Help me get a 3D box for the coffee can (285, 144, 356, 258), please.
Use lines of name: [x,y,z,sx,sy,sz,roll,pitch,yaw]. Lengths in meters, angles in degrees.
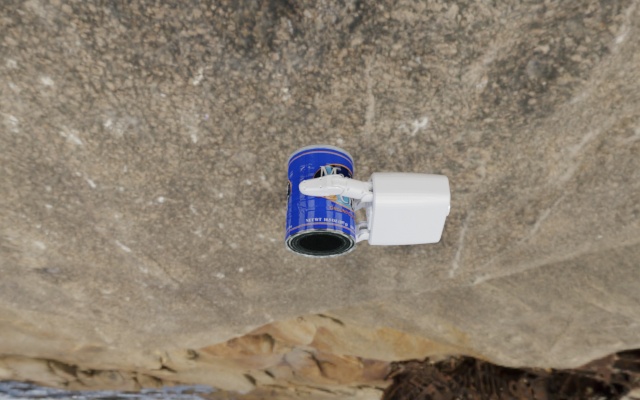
coffee can: [0.000,0.002,0.713,0.103,0.140,0.103,0,-28,0]
